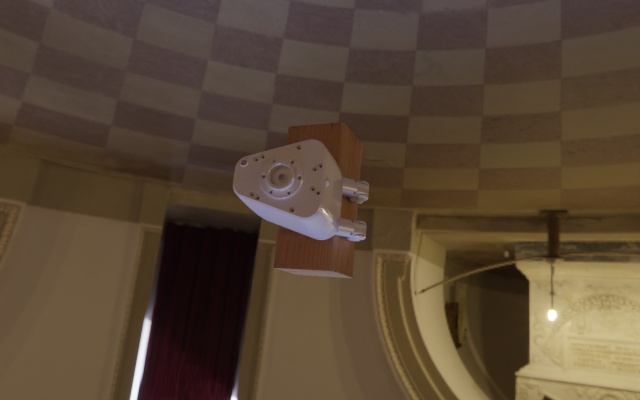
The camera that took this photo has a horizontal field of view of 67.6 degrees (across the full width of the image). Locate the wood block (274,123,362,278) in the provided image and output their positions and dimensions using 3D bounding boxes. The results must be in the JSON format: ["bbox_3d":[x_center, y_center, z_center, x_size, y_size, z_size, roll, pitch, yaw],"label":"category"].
[{"bbox_3d":[0.000,0.002,0.692,0.091,0.206,0.090,0,-14,22],"label":"wood block"}]
